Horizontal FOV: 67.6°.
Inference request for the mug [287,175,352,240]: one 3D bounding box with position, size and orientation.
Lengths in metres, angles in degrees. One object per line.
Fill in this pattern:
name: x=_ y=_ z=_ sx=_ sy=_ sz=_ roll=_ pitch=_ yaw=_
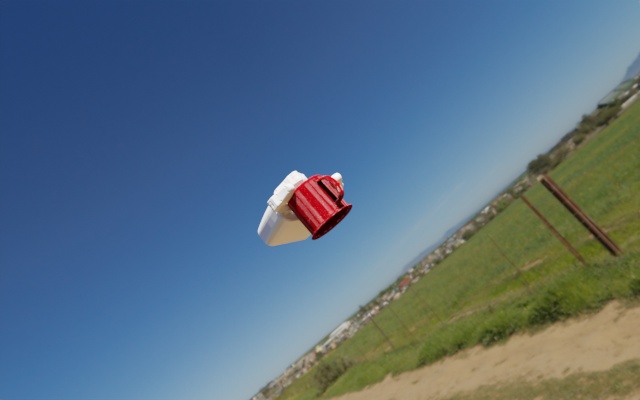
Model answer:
mug: x=0.001 y=0.002 z=0.834 sx=0.093 sy=0.081 sz=0.117 roll=-29 pitch=-18 yaw=-40
